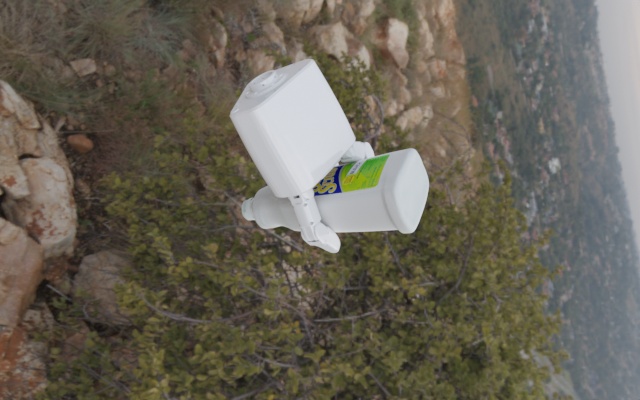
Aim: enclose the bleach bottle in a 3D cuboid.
[{"bbox_3d":[0.000,0.002,0.590,0.251,0.068,0.102,-9,33,33],"label":"bleach bottle"}]
